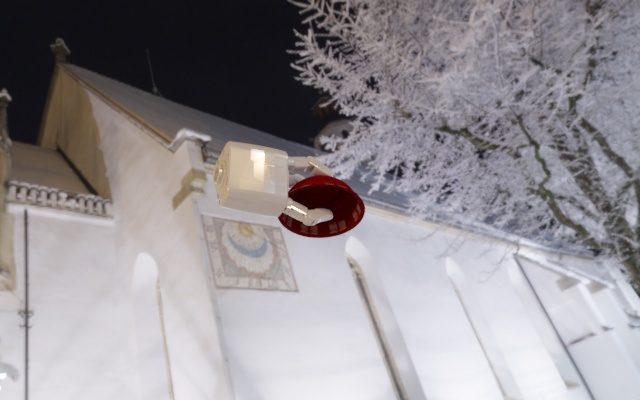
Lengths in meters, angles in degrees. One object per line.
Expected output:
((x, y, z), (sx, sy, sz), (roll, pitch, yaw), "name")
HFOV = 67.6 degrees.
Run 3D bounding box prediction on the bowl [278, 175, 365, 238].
((0.001, 0.003, 0.886), (0.162, 0.055, 0.162), (-1, -39, -1), "bowl")
